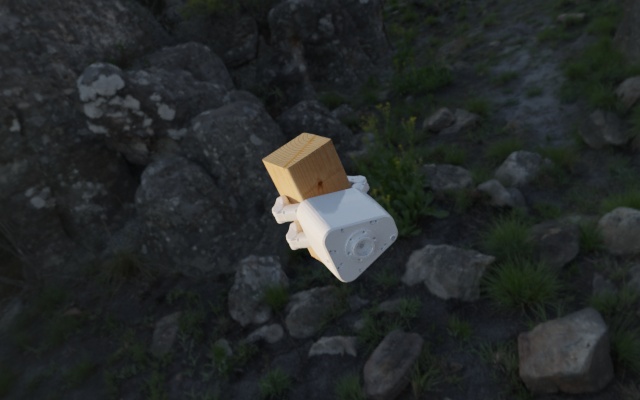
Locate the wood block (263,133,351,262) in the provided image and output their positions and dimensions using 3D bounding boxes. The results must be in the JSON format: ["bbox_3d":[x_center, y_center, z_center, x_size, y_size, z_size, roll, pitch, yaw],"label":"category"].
[{"bbox_3d":[0.001,0.002,0.797,0.091,0.206,0.090,-36,30,-20],"label":"wood block"}]
